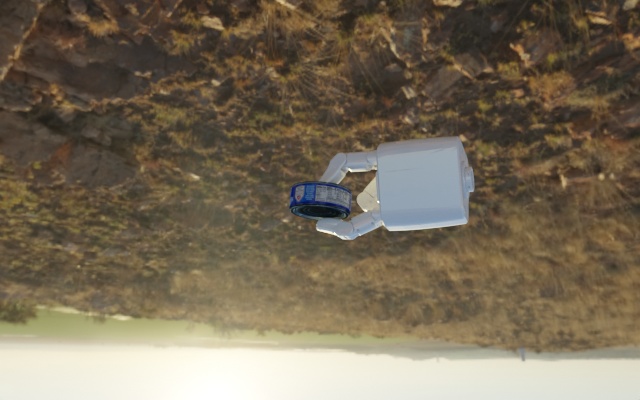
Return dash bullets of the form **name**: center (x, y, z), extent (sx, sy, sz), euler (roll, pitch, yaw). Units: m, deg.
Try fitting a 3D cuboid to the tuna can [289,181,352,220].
- **tuna can**: center (0.000, 0.003, 0.659), extent (0.086, 0.033, 0.086), euler (5, -16, 1)
